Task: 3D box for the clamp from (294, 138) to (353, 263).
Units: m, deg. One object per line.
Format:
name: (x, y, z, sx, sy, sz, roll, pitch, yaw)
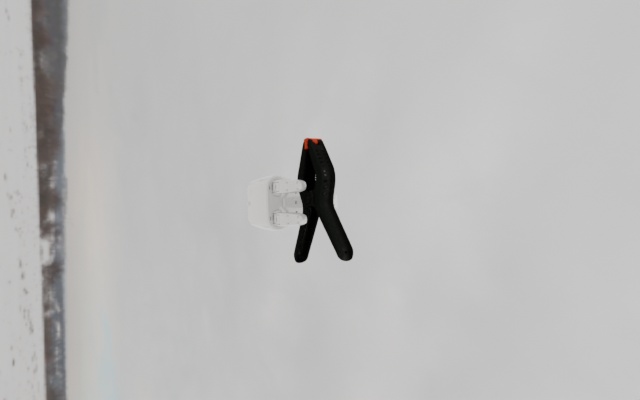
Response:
clamp: (0.001, 0.002, 0.765, 0.036, 0.210, 0.164, -1, 0, -31)
